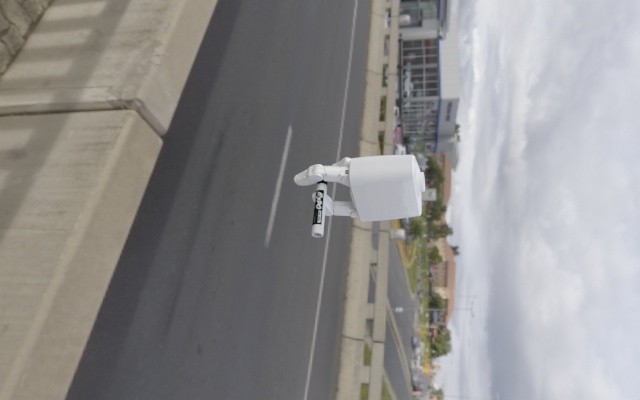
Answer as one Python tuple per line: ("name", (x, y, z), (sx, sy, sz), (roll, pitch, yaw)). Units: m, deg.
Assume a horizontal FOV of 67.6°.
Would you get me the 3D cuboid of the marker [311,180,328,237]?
("marker", (0.000, 0.003, 0.789), (0.020, 0.121, 0.020), (4, -29, 2))
